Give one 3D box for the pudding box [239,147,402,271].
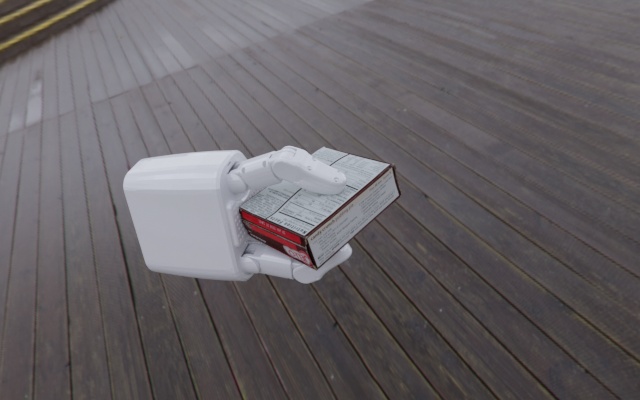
[{"bbox_3d":[0.000,0.001,0.414,0.090,0.039,0.113,21,51,43],"label":"pudding box"}]
